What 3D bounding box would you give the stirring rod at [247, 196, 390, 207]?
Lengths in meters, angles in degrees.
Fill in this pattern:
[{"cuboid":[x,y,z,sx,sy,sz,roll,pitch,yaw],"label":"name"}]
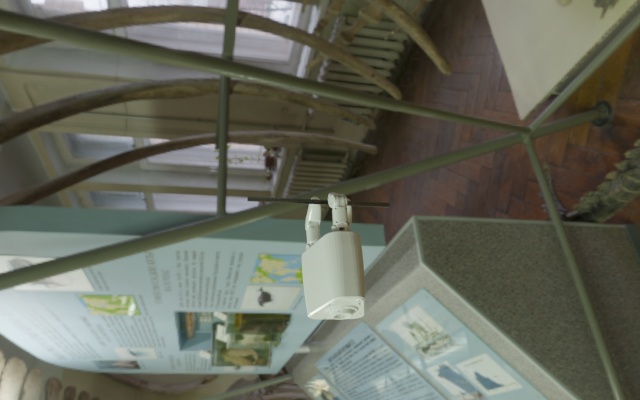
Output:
[{"cuboid":[0.000,0.003,0.794,0.239,0.011,0.011,3,-1,-13],"label":"stirring rod"}]
